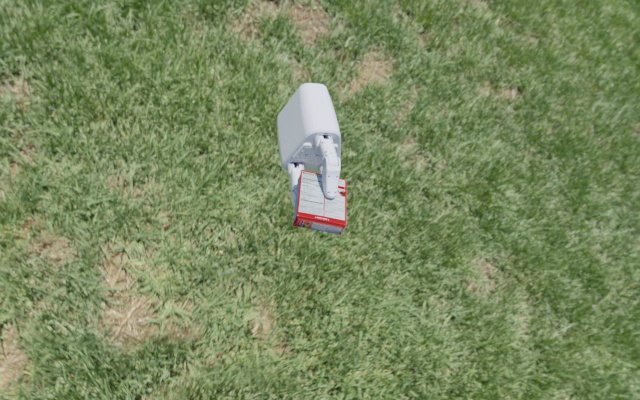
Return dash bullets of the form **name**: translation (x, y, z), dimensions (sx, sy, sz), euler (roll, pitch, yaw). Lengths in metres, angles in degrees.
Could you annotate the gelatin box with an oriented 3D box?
- **gelatin box**: translation (0.000, 0.002, 0.705), dimensions (0.073, 0.089, 0.030), euler (11, -39, -11)
